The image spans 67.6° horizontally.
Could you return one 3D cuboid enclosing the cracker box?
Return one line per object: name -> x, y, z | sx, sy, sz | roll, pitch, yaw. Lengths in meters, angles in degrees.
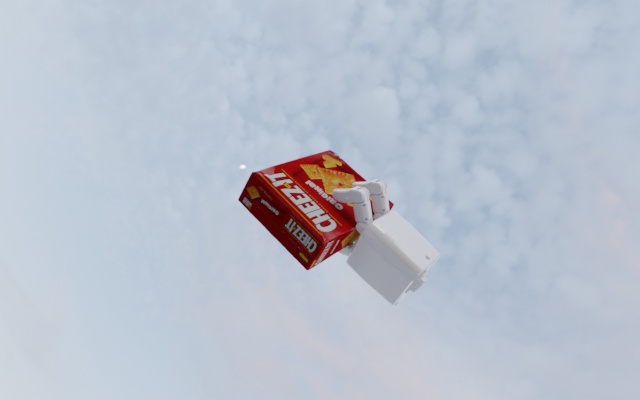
cracker box -> 0.000, 0.003, 0.793 | 0.164, 0.072, 0.213 | 43, 35, 18
